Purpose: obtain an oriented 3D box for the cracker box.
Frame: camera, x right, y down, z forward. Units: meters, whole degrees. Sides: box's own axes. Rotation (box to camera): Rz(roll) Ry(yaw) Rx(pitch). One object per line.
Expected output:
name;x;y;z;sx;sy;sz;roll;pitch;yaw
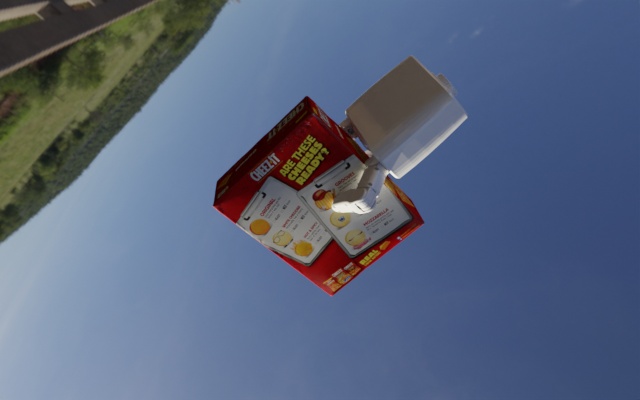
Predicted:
cracker box;0.000;0.002;0.605;0.214;0.164;0.072;41;17;-27
